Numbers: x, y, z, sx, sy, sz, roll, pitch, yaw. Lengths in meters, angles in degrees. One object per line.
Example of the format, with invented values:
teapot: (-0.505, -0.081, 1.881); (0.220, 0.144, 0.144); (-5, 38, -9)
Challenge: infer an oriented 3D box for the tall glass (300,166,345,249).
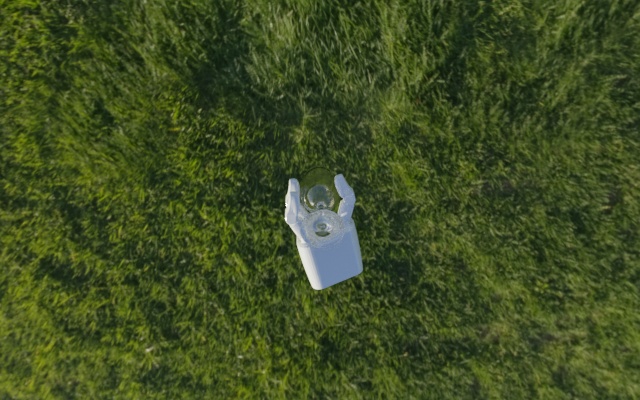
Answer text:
tall glass: (0.000, 0.003, 0.870); (0.079, 0.079, 0.201); (0, 27, -2)
